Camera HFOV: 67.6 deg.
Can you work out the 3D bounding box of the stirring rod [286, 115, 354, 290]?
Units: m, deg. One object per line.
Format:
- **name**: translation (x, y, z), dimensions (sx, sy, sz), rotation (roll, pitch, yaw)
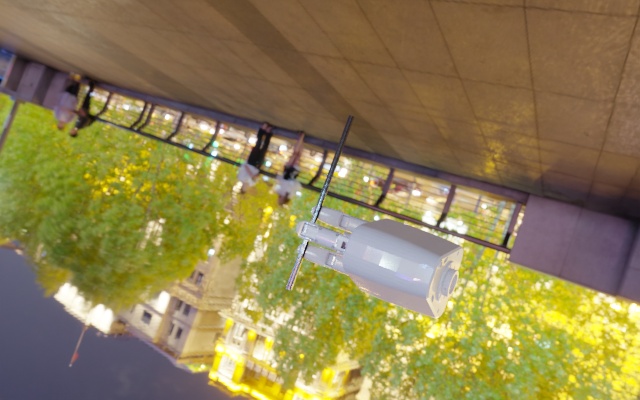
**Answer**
- **stirring rod**: translation (0.000, 0.002, 0.624), dimensions (0.011, 0.239, 0.011), rotation (20, -3, 1)
